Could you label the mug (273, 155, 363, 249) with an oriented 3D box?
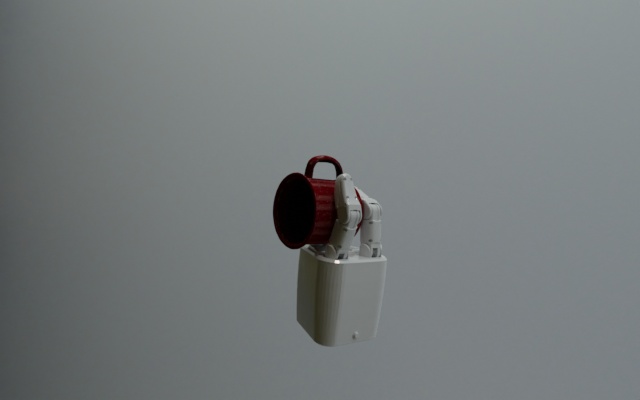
[{"bbox_3d":[0.000,0.001,0.599,0.081,0.117,0.093,2,7,-38],"label":"mug"}]
